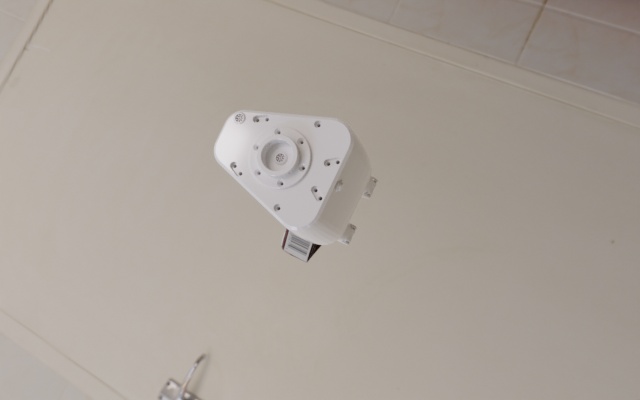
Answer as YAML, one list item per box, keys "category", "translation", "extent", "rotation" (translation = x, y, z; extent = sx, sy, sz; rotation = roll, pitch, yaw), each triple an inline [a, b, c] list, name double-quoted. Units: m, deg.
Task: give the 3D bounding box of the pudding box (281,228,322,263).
- category: "pudding box"
  translation: [0.000, 0.002, 0.551]
  extent: [0.039, 0.113, 0.090]
  rotation: [25, 25, 12]
